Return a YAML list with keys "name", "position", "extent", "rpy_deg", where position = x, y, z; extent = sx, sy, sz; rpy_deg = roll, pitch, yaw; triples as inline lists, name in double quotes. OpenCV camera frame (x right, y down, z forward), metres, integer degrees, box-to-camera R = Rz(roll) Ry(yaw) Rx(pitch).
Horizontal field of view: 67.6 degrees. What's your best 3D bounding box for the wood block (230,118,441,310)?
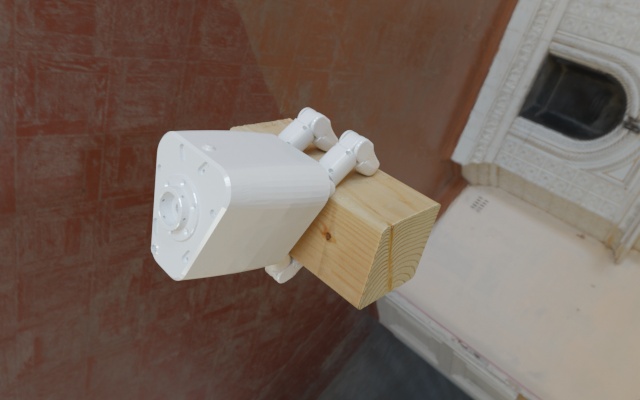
- name: "wood block"
  position: [0.000, 0.002, 0.481]
  extent: [0.206, 0.091, 0.090]
  rpy_deg: [35, 36, 33]
